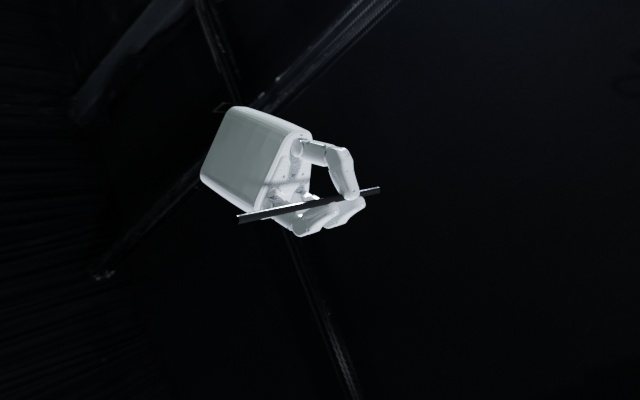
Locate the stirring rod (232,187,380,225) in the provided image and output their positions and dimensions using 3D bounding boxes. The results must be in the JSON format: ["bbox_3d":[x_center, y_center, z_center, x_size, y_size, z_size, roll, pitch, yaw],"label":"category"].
[{"bbox_3d":[0.000,0.002,0.490,0.011,0.011,0.239,0,7,36],"label":"stirring rod"}]
